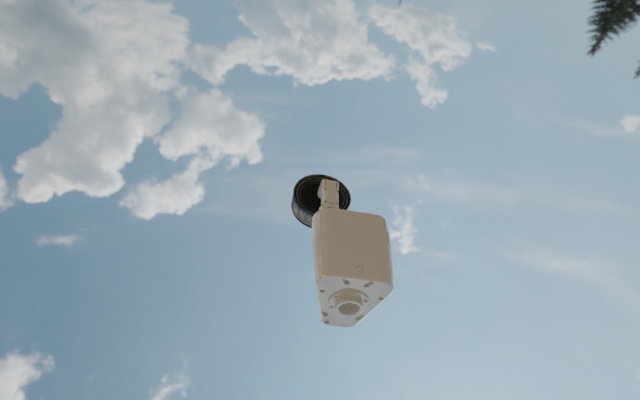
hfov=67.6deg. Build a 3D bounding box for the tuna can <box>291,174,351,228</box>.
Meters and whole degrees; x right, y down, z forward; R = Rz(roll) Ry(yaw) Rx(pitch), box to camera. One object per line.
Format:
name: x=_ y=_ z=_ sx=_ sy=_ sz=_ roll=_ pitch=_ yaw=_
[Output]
tuna can: x=0.000 y=0.003 z=0.709 sx=0.086 sy=0.086 sz=0.034 roll=0 pitch=-43 yaw=-14
